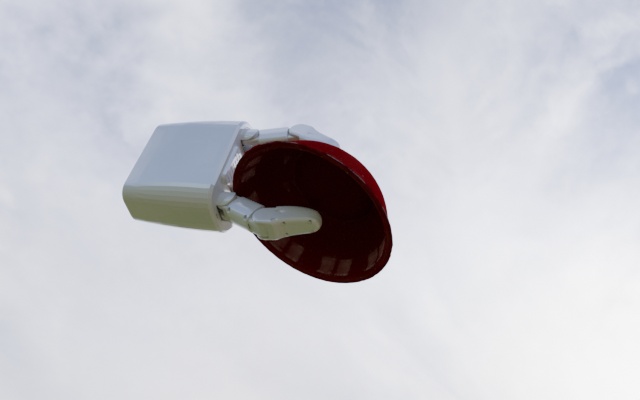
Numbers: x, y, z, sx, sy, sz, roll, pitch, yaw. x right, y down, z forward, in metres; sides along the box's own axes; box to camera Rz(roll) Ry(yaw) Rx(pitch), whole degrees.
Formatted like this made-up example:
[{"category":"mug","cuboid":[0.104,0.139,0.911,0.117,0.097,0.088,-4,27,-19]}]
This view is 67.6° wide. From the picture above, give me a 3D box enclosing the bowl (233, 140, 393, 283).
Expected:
[{"category":"bowl","cuboid":[0.001,0.002,0.446,0.162,0.162,0.055,0,37,35]}]
